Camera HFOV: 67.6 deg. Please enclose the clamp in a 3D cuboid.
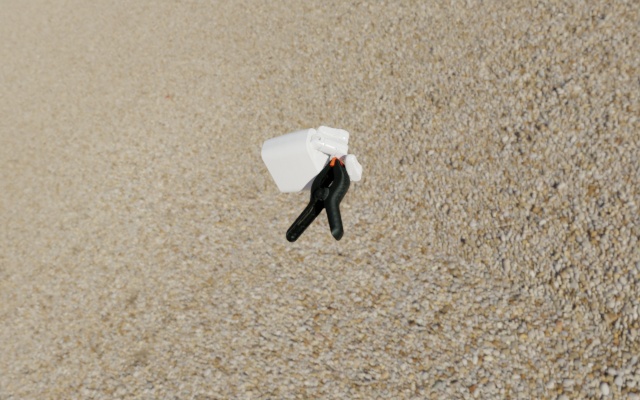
[{"bbox_3d":[0.000,0.002,0.835,0.120,0.171,0.039,-10,-41,31],"label":"clamp"}]
